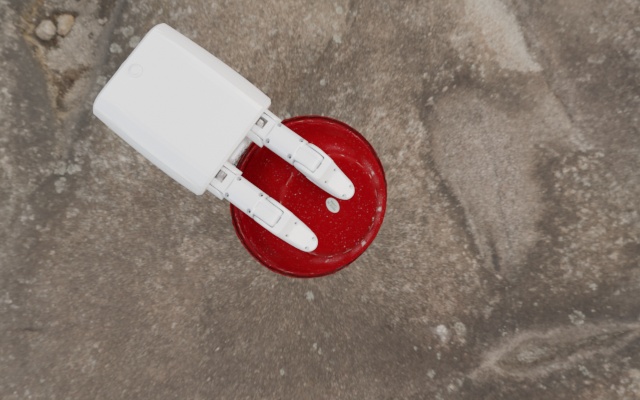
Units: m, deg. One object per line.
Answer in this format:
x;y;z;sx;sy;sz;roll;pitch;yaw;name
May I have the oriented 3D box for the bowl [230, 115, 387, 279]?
0.001;0.002;0.444;0.162;0.162;0.055;0;8;-19;bowl
